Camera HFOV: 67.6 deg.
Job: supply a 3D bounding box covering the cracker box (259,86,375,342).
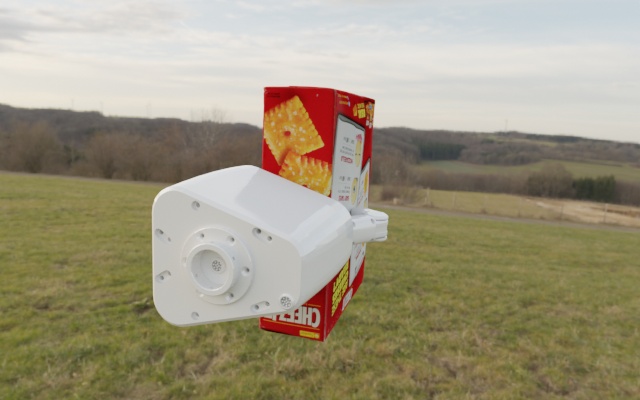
[{"bbox_3d":[0.000,0.001,0.471,0.072,0.214,0.164,6,11,16],"label":"cracker box"}]
